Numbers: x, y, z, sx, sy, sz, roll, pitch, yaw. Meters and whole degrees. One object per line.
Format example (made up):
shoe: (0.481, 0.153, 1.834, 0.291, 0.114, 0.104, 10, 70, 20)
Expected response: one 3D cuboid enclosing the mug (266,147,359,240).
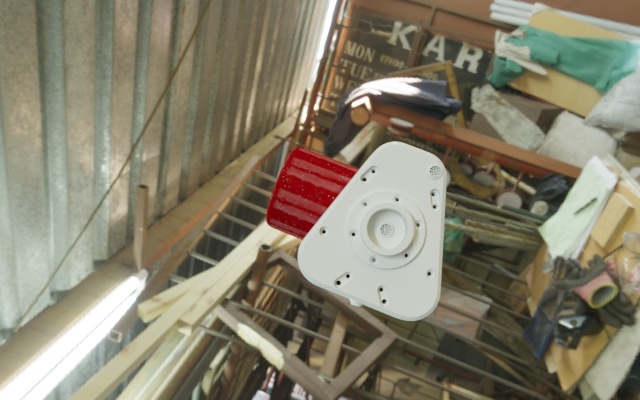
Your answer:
mug: (0.000, 0.002, 0.465, 0.081, 0.093, 0.117, 21, -6, 3)
